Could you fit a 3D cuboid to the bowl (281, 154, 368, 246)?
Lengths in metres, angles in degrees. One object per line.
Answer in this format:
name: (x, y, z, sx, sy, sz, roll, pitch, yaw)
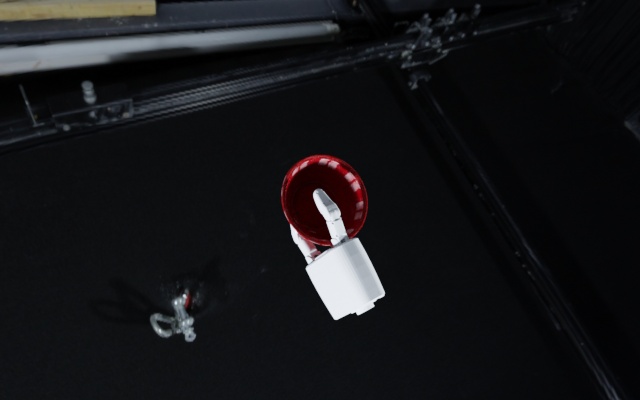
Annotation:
bowl: (0.000, 0.002, 0.844, 0.162, 0.162, 0.055, 0, -12, -23)
